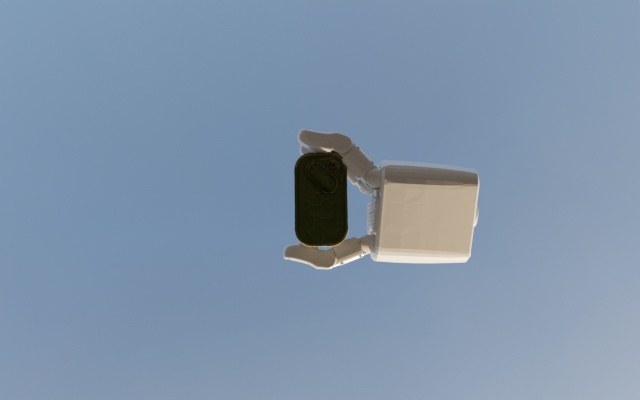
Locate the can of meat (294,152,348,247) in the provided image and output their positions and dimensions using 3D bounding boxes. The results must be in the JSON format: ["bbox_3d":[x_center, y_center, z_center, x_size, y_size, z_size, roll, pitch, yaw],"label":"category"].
[{"bbox_3d":[0.000,0.002,0.552,0.057,0.102,0.084,-1,-5,-1],"label":"can of meat"}]
